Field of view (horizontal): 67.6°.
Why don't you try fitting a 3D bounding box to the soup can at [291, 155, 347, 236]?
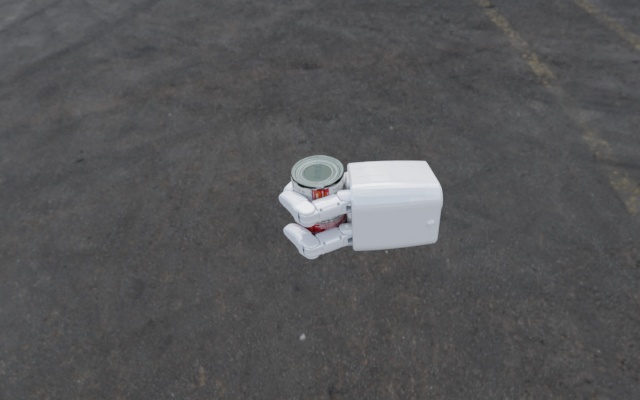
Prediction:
[{"bbox_3d":[0.000,0.002,0.614,0.068,0.102,0.068,-3,40,3],"label":"soup can"}]
